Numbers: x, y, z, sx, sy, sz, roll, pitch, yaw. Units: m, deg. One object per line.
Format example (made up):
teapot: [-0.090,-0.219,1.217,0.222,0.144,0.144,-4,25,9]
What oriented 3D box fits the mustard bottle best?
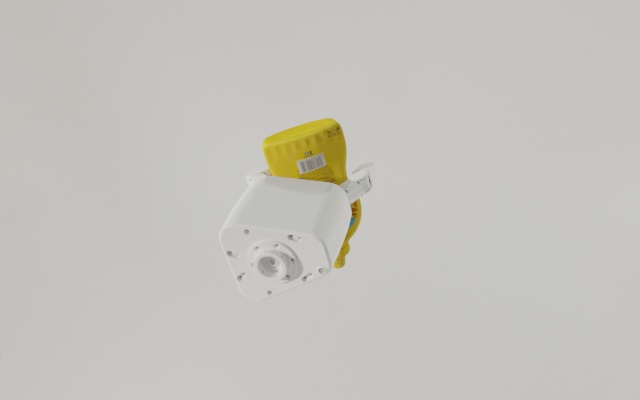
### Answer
mustard bottle: [0.000,0.002,0.593,0.096,0.192,0.058,-19,24,-6]
